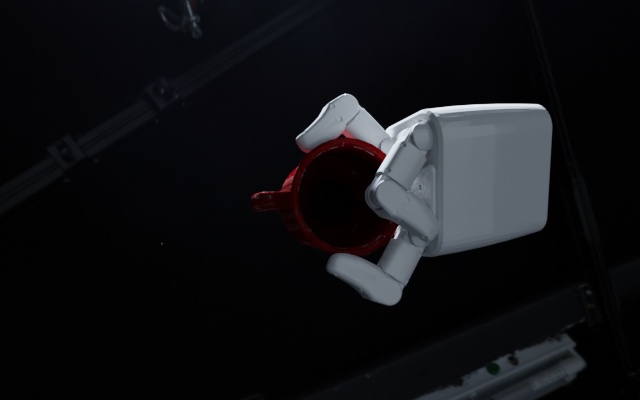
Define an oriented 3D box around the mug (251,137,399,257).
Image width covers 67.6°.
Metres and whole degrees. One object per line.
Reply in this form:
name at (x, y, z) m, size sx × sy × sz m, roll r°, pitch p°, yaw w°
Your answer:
mug at (-0.001, 0.002, 0.402) m, size 0.117 × 0.093 × 0.081 m, roll -4°, pitch -3°, yaw -17°
